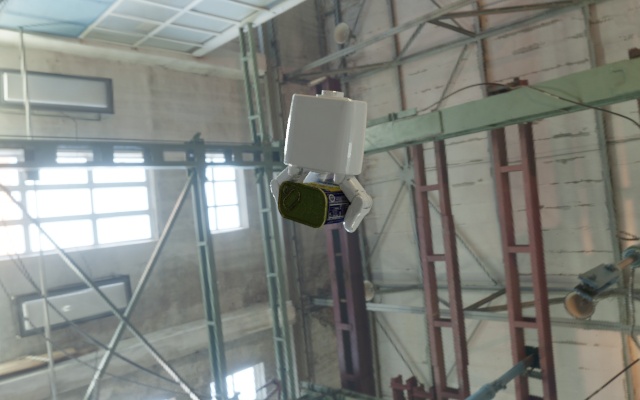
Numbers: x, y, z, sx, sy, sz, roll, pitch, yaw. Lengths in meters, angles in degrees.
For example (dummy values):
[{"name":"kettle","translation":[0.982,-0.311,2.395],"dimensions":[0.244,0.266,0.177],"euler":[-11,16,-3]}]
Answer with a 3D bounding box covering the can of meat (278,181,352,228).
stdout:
[{"name":"can of meat","translation":[0.000,0.002,0.720],"dimensions":[0.084,0.057,0.102],"euler":[-5,14,-45]}]
